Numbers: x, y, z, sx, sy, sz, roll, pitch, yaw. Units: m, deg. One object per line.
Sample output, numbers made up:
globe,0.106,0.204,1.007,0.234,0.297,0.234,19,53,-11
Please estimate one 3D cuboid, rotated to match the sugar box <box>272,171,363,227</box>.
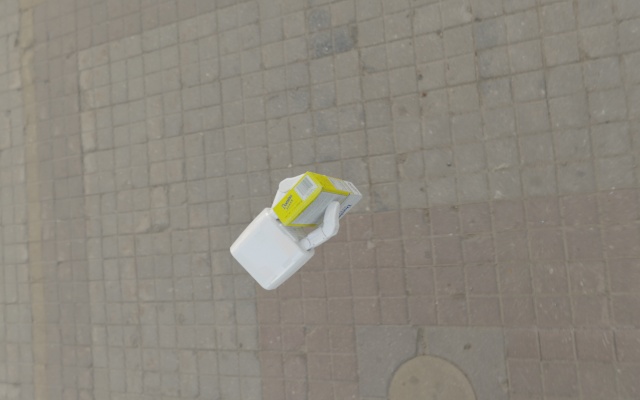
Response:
sugar box,0.000,0.002,0.846,0.093,0.048,0.176,-45,-19,16
